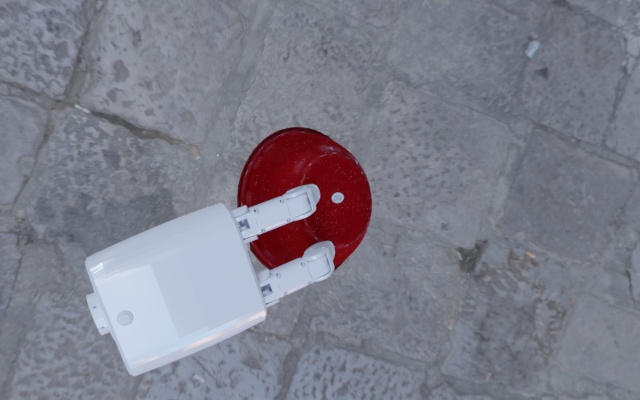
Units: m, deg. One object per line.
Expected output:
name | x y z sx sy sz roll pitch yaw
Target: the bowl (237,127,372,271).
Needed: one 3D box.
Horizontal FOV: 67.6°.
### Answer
bowl | 0.001 0.001 0.481 0.162 0.162 0.055 0 -4 -38
